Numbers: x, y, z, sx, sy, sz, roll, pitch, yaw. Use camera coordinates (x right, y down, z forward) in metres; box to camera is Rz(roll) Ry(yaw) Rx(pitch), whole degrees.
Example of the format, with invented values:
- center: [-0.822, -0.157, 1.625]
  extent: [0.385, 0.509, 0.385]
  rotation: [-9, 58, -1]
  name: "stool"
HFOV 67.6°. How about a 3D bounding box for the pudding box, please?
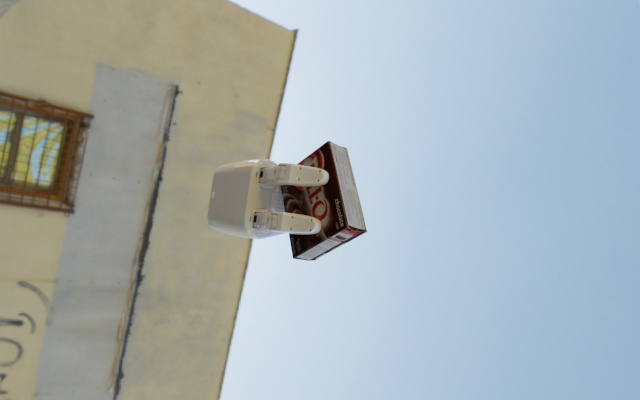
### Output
- center: [0.000, 0.002, 0.553]
  extent: [0.039, 0.113, 0.090]
  rotation: [12, -35, -43]
  name: "pudding box"
